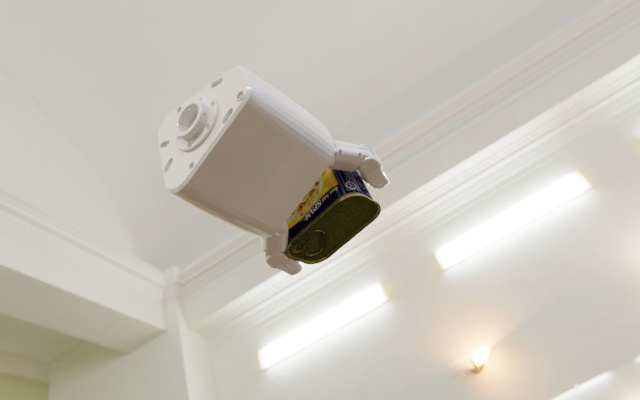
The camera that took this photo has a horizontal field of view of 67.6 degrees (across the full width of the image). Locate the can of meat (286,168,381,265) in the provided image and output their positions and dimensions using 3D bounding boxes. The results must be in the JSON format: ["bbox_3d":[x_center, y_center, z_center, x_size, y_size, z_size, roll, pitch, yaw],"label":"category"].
[{"bbox_3d":[0.000,0.001,0.495,0.102,0.084,0.057,-42,-42,21],"label":"can of meat"}]
